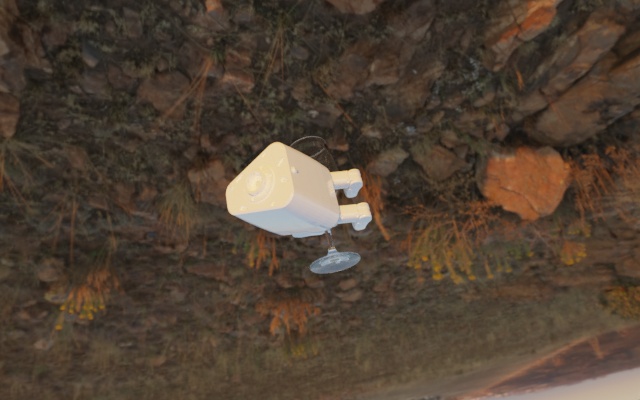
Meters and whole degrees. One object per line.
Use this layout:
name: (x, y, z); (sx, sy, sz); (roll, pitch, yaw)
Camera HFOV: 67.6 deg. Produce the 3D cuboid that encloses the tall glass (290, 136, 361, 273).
tall glass: (0.000, 0.003, 0.720); (0.079, 0.201, 0.079); (-11, -26, -5)
